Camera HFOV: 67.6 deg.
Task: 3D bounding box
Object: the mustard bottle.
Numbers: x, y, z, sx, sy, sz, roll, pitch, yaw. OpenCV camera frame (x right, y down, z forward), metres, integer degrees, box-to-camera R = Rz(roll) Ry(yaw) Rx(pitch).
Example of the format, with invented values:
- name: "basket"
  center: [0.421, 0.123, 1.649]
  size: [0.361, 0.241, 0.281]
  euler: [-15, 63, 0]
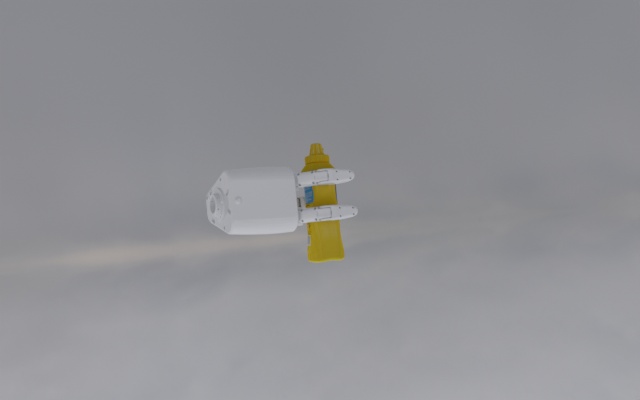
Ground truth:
- name: "mustard bottle"
  center: [0.000, 0.003, 0.777]
  size: [0.058, 0.191, 0.096]
  euler: [-5, -4, -8]
